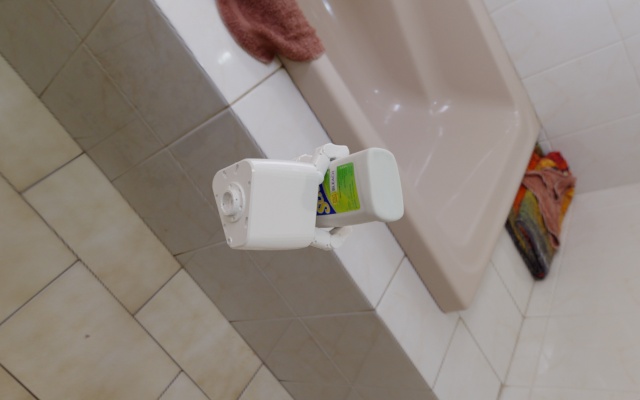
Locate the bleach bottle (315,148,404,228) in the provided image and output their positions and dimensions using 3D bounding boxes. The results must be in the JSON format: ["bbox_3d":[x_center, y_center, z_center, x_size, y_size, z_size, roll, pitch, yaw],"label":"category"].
[{"bbox_3d":[0.000,0.002,0.705,0.068,0.102,0.251,4,-15,-44],"label":"bleach bottle"}]
